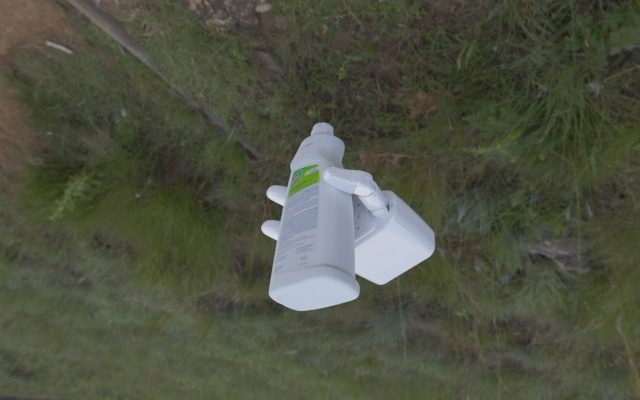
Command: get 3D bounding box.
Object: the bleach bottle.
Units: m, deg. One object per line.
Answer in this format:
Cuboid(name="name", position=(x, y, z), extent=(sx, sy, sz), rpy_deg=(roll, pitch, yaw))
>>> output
Cuboid(name="bleach bottle", position=(0.000, 0.002, 0.587), extent=(0.102, 0.250, 0.068), rpy_deg=(-22, -43, 34))
